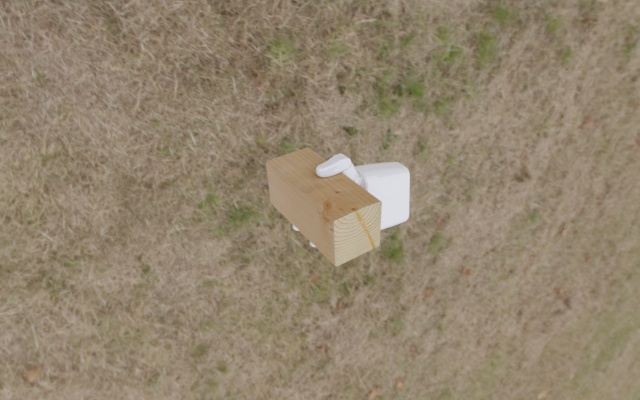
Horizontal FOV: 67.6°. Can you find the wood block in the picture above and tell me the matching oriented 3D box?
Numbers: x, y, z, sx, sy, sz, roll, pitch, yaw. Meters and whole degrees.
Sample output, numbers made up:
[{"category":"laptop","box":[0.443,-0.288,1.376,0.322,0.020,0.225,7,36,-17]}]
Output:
[{"category":"wood block","box":[0.001,0.002,0.786,0.090,0.091,0.206,-22,39,-26]}]
